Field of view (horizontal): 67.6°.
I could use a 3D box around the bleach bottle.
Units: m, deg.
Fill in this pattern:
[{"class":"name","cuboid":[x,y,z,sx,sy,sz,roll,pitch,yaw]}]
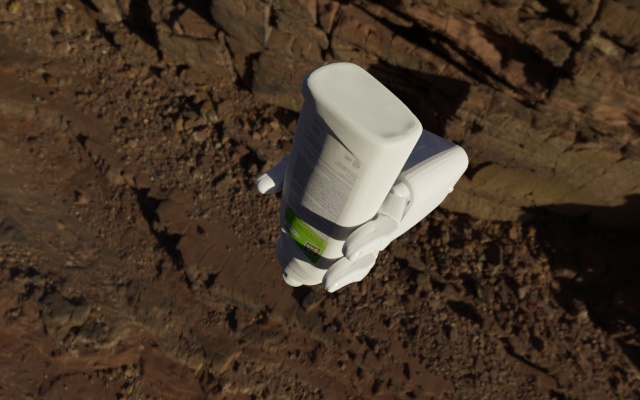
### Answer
[{"class":"bleach bottle","cuboid":[0.000,0.002,0.459,0.068,0.102,0.251,-28,-25,-37]}]
